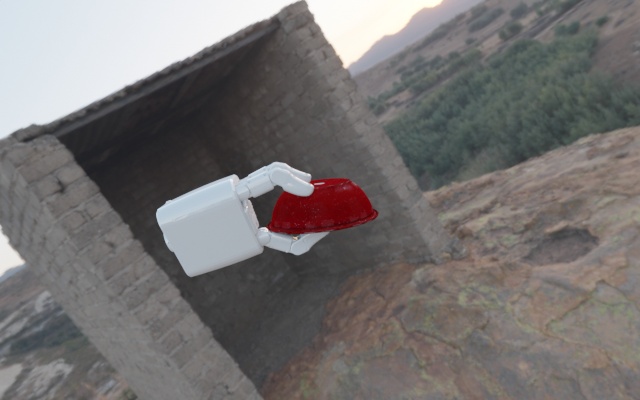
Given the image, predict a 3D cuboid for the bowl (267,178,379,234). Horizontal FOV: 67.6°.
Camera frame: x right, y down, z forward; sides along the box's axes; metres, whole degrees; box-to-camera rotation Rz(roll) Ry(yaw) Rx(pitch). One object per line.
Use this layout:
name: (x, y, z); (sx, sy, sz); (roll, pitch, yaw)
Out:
bowl: (0.001, 0.002, 0.681); (0.162, 0.055, 0.162); (-7, 9, 1)
